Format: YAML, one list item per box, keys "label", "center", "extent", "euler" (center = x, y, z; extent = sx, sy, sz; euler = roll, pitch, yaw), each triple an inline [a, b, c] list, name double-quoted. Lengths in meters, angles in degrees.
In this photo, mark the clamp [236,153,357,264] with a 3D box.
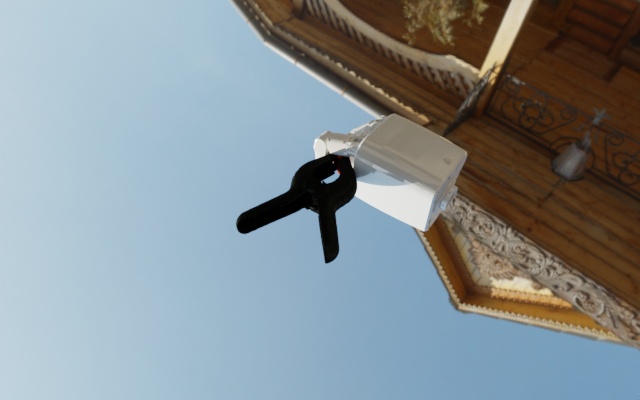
- label: "clamp"
  center: [0.000, 0.002, 0.549]
  extent: [0.120, 0.039, 0.171]
  euler: [28, 53, 22]
